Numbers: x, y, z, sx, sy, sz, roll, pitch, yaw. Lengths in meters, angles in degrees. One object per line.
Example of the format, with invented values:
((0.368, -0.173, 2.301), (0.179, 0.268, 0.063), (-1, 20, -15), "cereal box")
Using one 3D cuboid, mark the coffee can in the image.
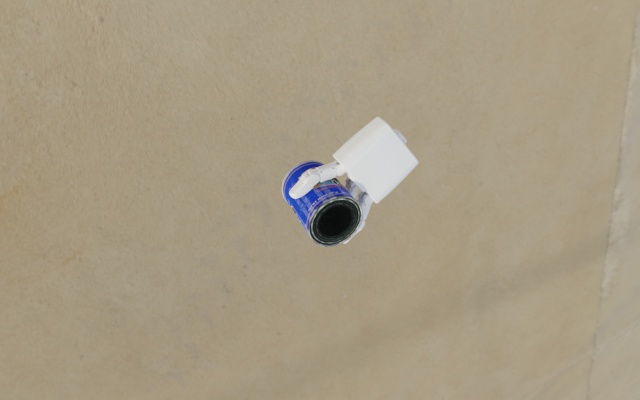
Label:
((0.000, 0.003, 0.868), (0.103, 0.103, 0.140), (0, 30, -27), "coffee can")
